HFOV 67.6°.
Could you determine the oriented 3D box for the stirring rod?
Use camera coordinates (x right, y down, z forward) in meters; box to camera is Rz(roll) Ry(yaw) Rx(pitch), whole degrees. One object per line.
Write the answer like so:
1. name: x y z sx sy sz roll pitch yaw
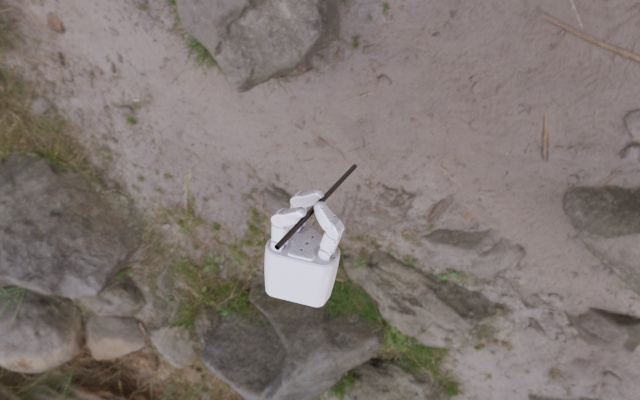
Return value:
1. stirring rod: 0.000 0.002 0.720 0.011 0.011 0.239 0 30 34
